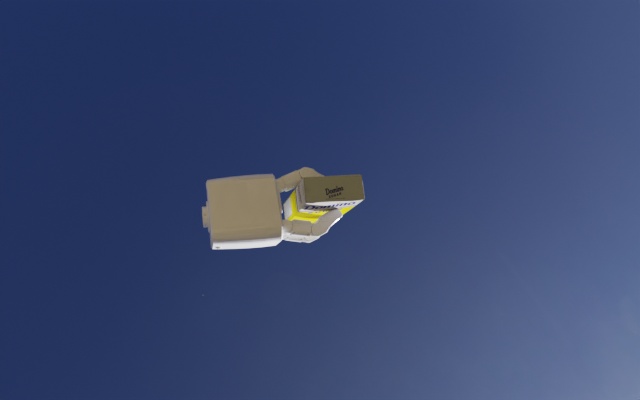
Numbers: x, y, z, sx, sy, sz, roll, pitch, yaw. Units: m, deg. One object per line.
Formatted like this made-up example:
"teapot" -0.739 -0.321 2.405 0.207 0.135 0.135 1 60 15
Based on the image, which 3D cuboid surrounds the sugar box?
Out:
"sugar box" 0.000 0.003 0.781 0.093 0.048 0.176 -4 -10 -14
